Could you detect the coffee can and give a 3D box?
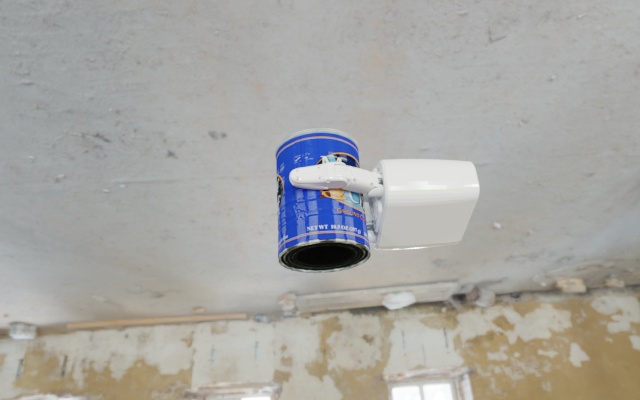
[{"bbox_3d":[0.000,0.002,0.555,0.103,0.140,0.103,-3,-26,-2],"label":"coffee can"}]
